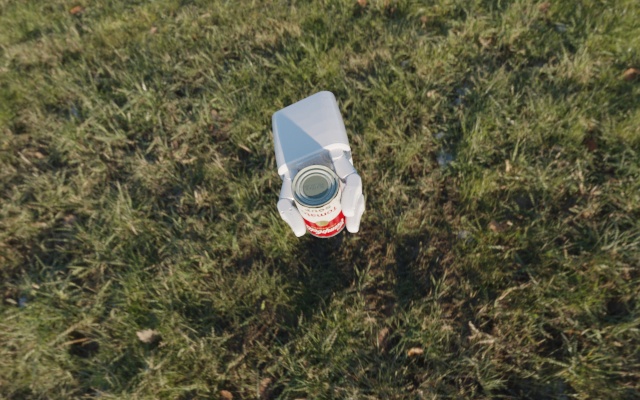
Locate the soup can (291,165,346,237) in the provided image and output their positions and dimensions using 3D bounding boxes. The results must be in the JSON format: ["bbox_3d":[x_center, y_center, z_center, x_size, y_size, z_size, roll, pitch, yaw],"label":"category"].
[{"bbox_3d":[0.000,0.003,0.678,0.068,0.068,0.102,0,-27,9],"label":"soup can"}]
